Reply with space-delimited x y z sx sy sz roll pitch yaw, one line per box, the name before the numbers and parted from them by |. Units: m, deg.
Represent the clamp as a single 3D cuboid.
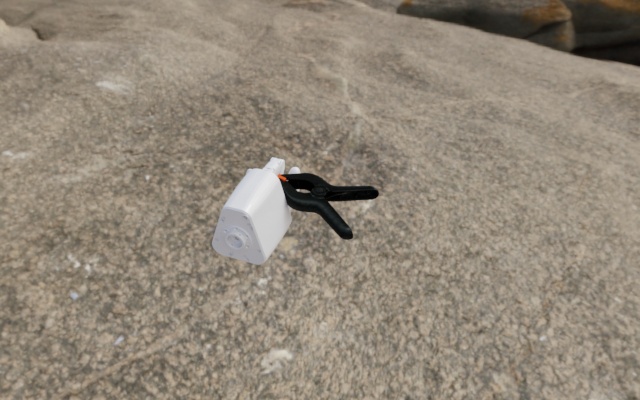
clamp | 0.000 0.002 0.777 0.171 0.039 0.120 12 39 13
